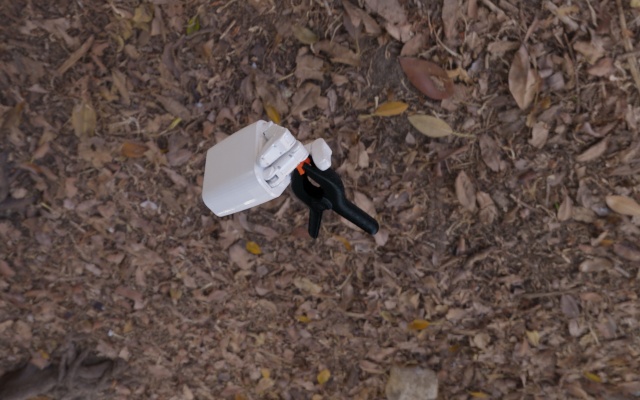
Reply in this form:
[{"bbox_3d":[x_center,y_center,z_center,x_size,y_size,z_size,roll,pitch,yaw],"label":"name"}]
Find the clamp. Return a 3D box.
[{"bbox_3d":[0.000,0.003,0.719,0.120,0.171,0.039,-19,35,30],"label":"clamp"}]
